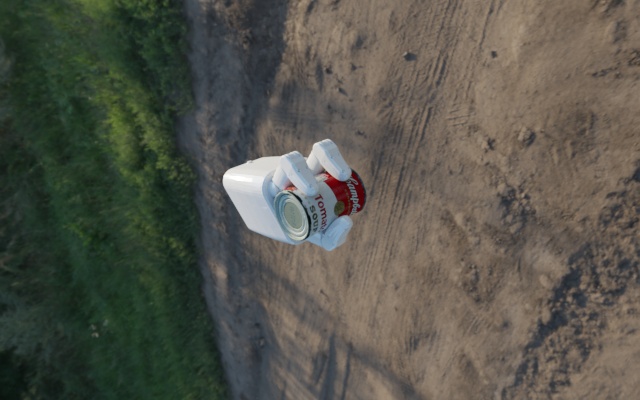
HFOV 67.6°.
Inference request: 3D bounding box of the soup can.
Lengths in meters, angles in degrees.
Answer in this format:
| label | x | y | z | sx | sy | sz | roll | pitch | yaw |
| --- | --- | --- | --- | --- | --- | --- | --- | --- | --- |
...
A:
| label | x | y | z | sx | sy | sz | roll | pitch | yaw |
| --- | --- | --- | --- | --- | --- | --- | --- | --- | --- |
| soup can | 0.000 | 0.002 | 0.608 | 0.102 | 0.068 | 0.068 | -25 | 16 | -37 |
